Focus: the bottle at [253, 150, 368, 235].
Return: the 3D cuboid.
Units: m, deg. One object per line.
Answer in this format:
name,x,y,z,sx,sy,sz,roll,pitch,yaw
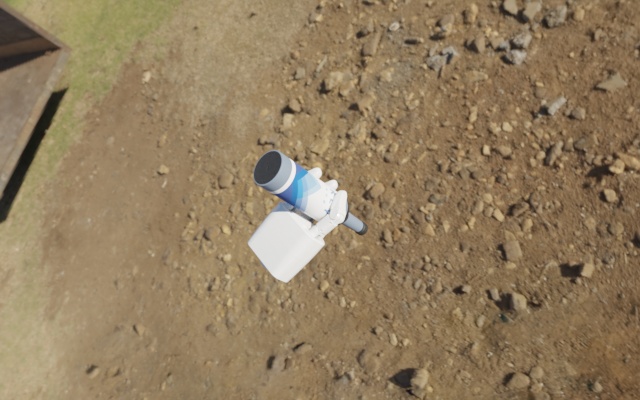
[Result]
bottle,0.000,0.003,0.893,0.069,0.069,0.296,0,-23,40
